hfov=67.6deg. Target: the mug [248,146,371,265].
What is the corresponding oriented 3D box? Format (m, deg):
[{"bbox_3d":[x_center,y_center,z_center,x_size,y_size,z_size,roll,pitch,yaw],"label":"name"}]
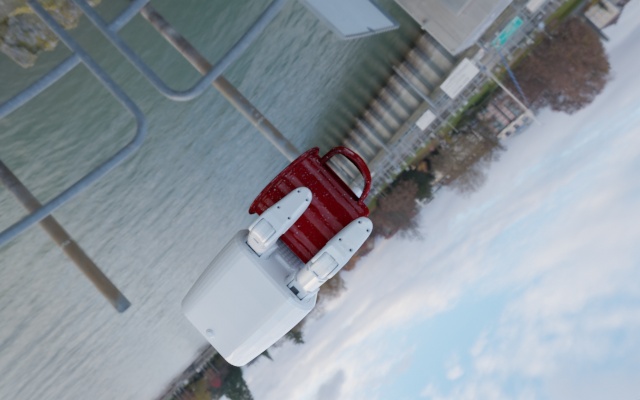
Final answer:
[{"bbox_3d":[0.001,0.001,0.454,0.117,0.081,0.093,-45,-4,20],"label":"mug"}]
